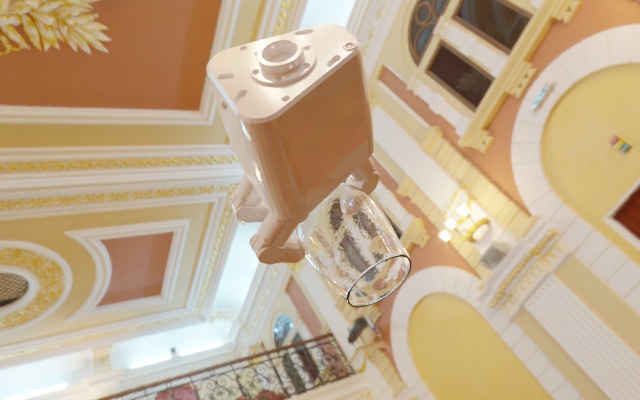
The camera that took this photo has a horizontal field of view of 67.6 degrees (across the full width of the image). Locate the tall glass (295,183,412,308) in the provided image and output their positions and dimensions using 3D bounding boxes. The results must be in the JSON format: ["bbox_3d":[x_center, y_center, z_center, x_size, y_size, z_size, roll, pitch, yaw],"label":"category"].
[{"bbox_3d":[0.000,0.001,0.440,0.079,0.079,0.201,0,41,-39],"label":"tall glass"}]
